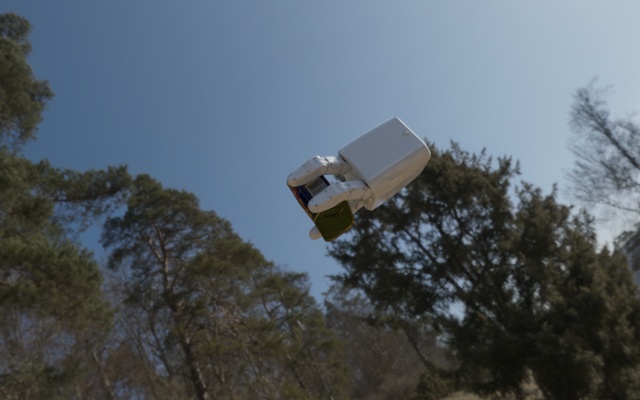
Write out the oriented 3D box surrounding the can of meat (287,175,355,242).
[{"bbox_3d":[0.000,0.002,0.719,0.057,0.084,0.102,-36,-29,-5],"label":"can of meat"}]
